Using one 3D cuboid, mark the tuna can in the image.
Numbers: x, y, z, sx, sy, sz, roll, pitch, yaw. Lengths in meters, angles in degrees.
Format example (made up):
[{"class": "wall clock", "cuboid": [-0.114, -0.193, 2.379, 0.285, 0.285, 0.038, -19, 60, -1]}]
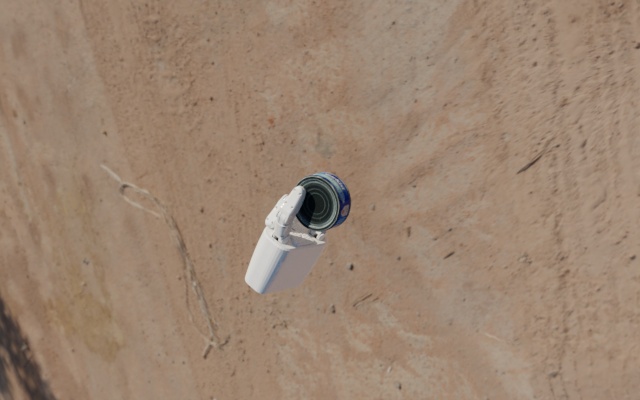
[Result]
[{"class": "tuna can", "cuboid": [0.000, 0.002, 0.705, 0.086, 0.086, 0.033, 0, 10, 32]}]
